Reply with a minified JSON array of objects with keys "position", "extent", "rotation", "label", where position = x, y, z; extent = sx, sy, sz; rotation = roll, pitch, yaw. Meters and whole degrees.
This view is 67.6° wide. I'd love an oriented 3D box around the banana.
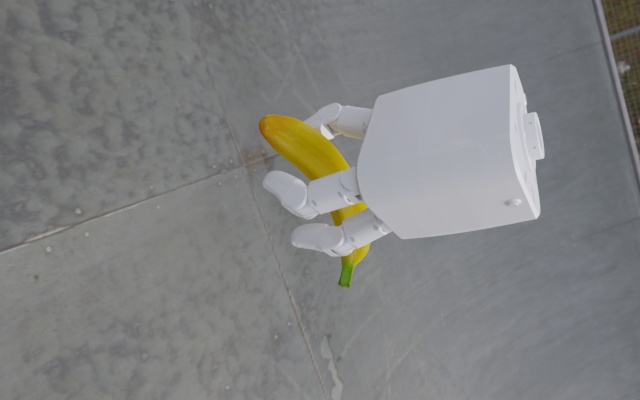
[{"position":[0.008,-0.008,0.443],"extent":[0.037,0.198,0.069],"rotation":[-5,38,32],"label":"banana"}]
